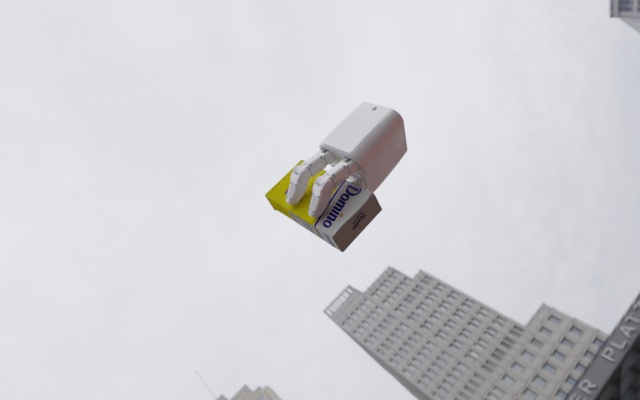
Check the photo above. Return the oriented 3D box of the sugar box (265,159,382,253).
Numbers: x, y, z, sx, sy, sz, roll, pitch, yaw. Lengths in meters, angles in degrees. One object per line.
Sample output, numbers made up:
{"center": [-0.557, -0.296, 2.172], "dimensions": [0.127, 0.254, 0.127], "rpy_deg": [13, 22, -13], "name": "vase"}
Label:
{"center": [0.000, 0.002, 0.741], "dimensions": [0.176, 0.093, 0.048], "rpy_deg": [26, -23, 47], "name": "sugar box"}
